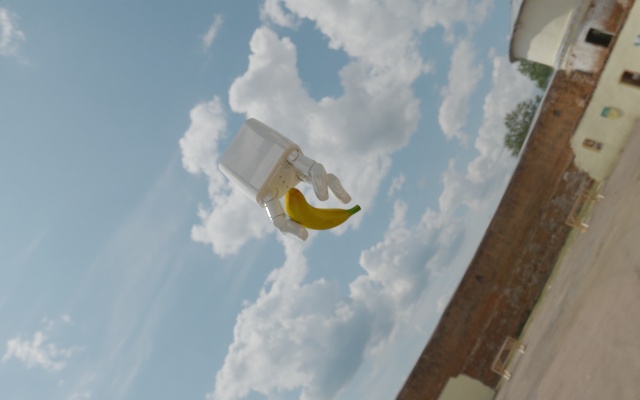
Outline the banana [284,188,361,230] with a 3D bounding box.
[{"bbox_3d":[-0.009,0.017,0.767,0.037,0.070,0.198,47,18,28],"label":"banana"}]
